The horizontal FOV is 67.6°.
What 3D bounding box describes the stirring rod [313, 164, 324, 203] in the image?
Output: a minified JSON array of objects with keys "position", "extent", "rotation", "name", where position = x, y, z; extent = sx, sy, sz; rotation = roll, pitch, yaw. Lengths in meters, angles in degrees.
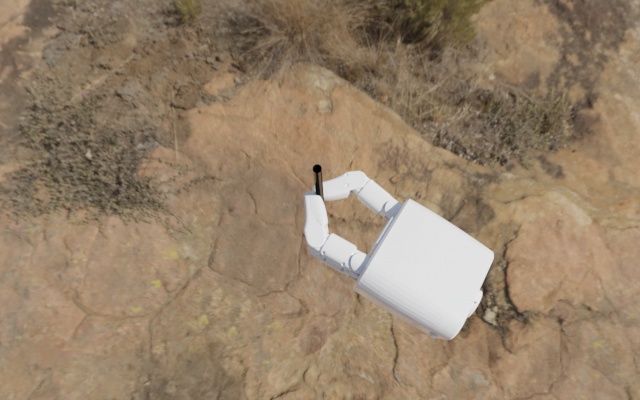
[{"position":[0.000,0.002,0.526],"extent":[0.011,0.011,0.239],"rotation":[0,-14,1],"name":"stirring rod"}]
